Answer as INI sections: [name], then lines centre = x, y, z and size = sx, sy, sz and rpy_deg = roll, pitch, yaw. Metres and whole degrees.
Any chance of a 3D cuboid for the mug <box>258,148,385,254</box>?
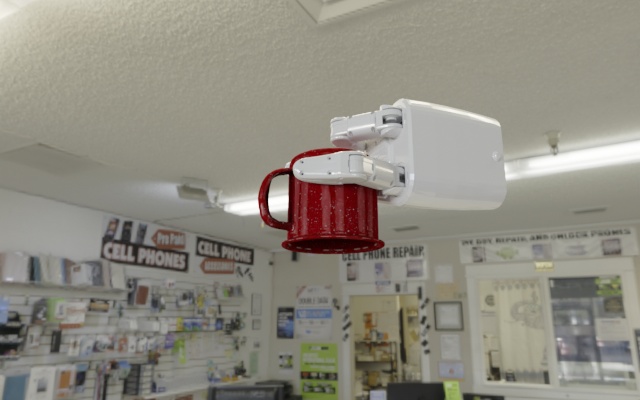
[mug]
centre = -0.001, 0.001, 0.433
size = 0.117, 0.081, 0.093
rpy_deg = 6, -16, -21
